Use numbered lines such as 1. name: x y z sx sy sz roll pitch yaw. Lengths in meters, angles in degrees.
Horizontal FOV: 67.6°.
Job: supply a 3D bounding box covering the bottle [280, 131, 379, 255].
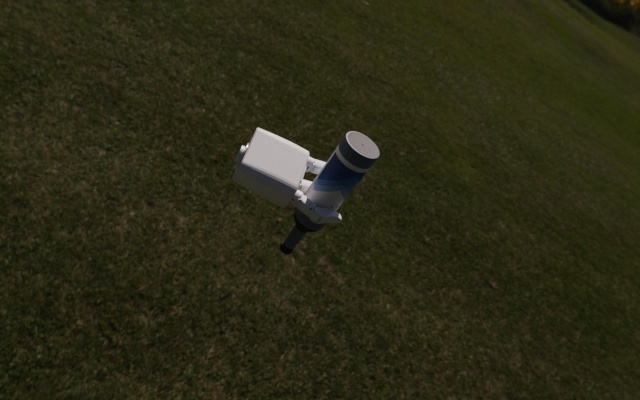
1. bottle: 0.000 0.003 0.882 0.069 0.069 0.296 0 -41 -39
